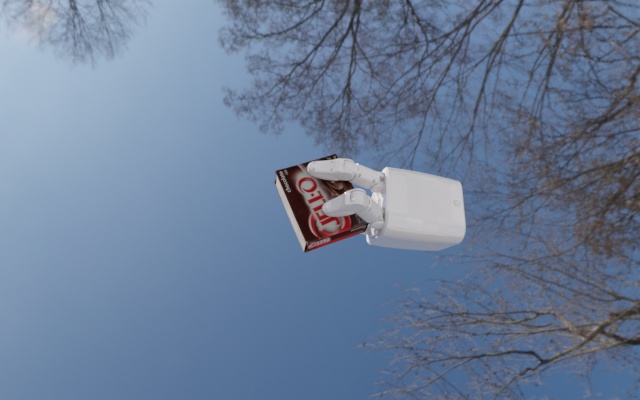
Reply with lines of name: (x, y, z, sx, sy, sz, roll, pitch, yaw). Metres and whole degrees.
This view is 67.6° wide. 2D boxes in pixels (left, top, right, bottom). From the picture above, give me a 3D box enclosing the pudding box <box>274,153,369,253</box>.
pudding box: (0.000, 0.002, 0.627, 0.090, 0.113, 0.039, -17, -26, -19)
